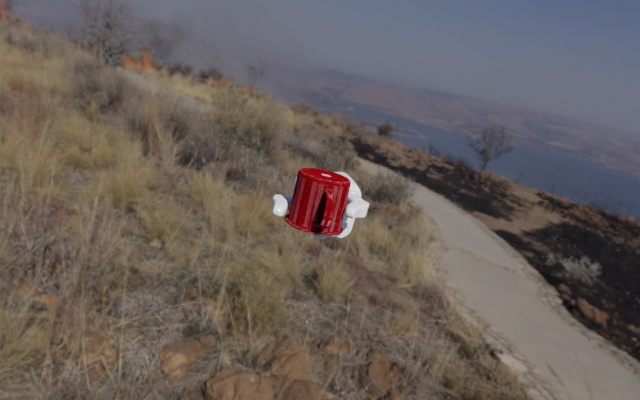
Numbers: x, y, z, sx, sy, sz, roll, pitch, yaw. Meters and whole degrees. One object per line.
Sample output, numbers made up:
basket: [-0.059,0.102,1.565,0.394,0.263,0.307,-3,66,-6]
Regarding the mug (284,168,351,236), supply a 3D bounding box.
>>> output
mug: [0.000,0.003,0.713,0.093,0.081,0.117,10,15,-11]
